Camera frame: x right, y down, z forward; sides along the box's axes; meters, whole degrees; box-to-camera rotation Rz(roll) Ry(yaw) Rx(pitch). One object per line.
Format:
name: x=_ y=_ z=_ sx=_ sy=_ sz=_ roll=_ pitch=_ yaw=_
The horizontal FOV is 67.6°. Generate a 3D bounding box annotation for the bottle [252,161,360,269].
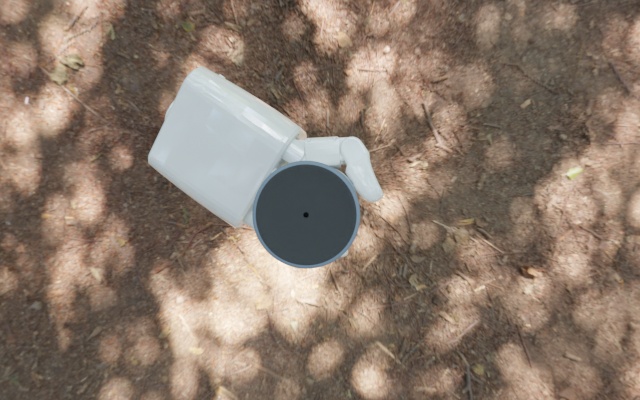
bottle: x=0.000 y=0.002 z=0.437 sx=0.069 sy=0.069 sz=0.295 roll=0 pitch=3 yaw=4
